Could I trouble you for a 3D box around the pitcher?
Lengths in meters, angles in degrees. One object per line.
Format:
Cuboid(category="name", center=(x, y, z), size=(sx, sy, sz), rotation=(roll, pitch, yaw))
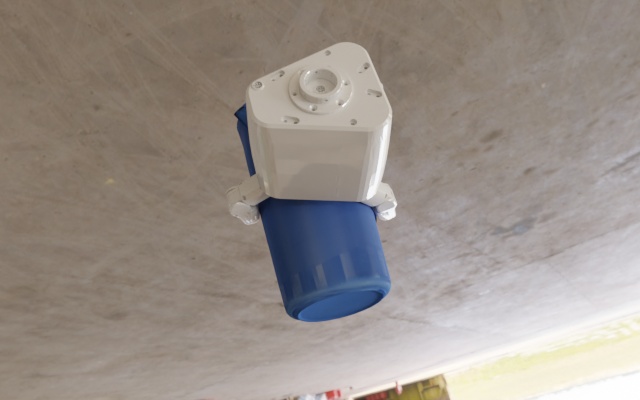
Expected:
Cuboid(category="pitcher", center=(0.000, 0.002, 0.527), size=(0.149, 0.242, 0.145), rotation=(-12, -27, -7))
